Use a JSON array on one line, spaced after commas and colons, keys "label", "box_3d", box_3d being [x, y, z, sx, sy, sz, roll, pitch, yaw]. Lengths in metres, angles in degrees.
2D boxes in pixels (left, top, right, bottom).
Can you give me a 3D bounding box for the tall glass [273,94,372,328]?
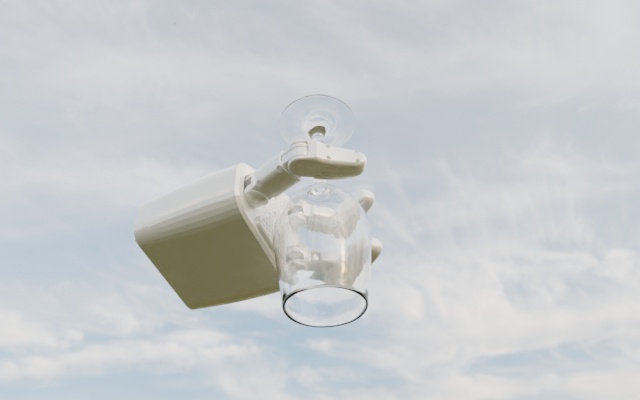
[{"label": "tall glass", "box_3d": [0.000, 0.001, 0.404, 0.079, 0.200, 0.079, -2, -41, -1]}]
